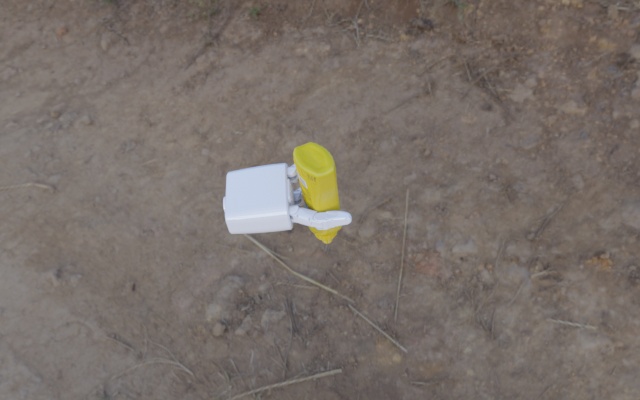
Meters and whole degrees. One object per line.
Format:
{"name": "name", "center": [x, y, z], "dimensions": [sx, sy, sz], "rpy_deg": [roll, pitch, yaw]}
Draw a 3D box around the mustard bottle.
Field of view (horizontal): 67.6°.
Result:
{"name": "mustard bottle", "center": [0.000, 0.002, 0.814], "dimensions": [0.058, 0.192, 0.096], "rpy_deg": [-23, 43, -15]}
